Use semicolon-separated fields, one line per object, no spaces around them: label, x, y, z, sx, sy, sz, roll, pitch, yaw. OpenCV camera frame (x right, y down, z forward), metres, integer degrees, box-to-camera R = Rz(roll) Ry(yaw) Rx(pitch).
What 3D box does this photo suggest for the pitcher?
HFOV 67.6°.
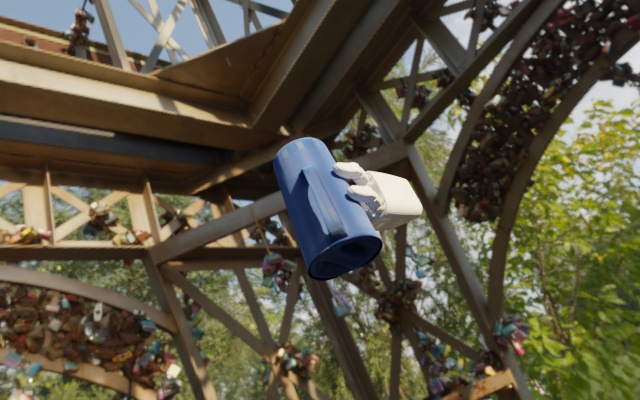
pitcher;0.000;0.003;0.832;0.145;0.242;0.149;4;-41;-38
